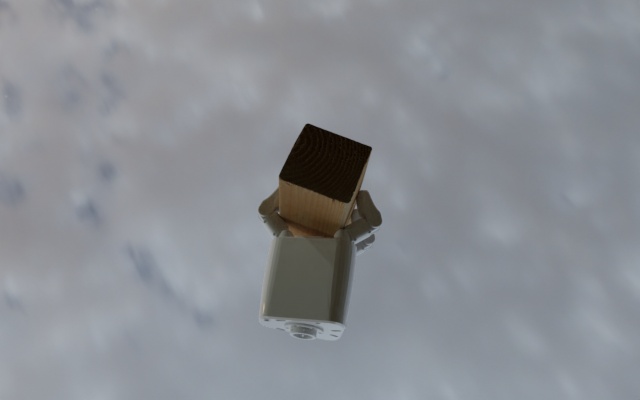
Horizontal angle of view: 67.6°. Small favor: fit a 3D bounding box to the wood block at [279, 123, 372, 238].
[{"bbox_3d":[0.000,0.002,0.654,0.091,0.090,0.206,21,-28,6],"label":"wood block"}]
